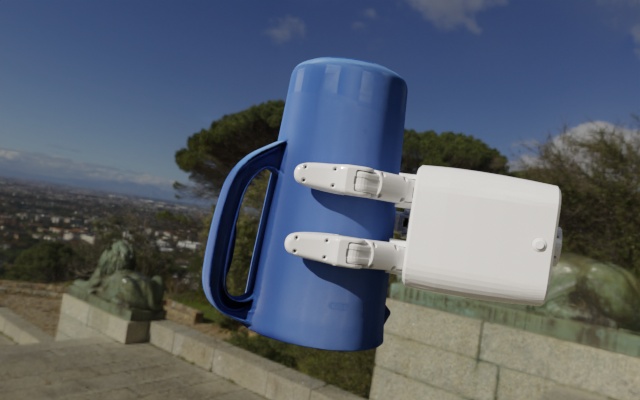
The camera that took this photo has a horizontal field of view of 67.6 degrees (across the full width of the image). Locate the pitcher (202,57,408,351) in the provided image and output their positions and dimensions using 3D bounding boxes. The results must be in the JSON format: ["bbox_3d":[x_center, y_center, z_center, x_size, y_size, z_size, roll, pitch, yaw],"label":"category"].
[{"bbox_3d":[0.000,0.001,0.431,0.145,0.243,0.149,8,-1,18],"label":"pitcher"}]
